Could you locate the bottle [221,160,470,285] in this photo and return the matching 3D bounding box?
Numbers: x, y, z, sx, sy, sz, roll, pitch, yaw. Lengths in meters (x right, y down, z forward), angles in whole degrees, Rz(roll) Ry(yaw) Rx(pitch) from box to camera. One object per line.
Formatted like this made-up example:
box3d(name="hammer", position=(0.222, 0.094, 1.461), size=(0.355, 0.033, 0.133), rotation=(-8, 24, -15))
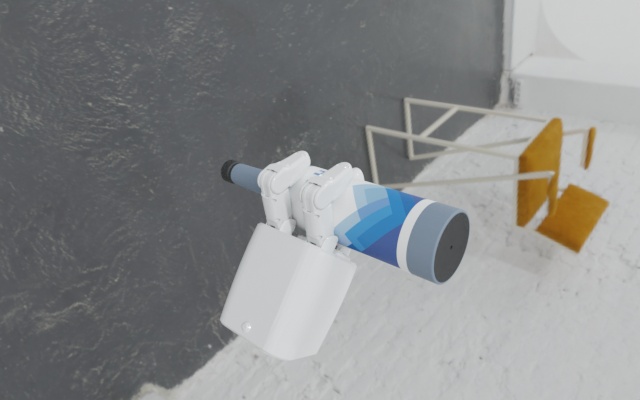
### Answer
box3d(name="bottle", position=(0.000, 0.002, 0.489), size=(0.295, 0.069, 0.069), rotation=(19, 12, 37))
